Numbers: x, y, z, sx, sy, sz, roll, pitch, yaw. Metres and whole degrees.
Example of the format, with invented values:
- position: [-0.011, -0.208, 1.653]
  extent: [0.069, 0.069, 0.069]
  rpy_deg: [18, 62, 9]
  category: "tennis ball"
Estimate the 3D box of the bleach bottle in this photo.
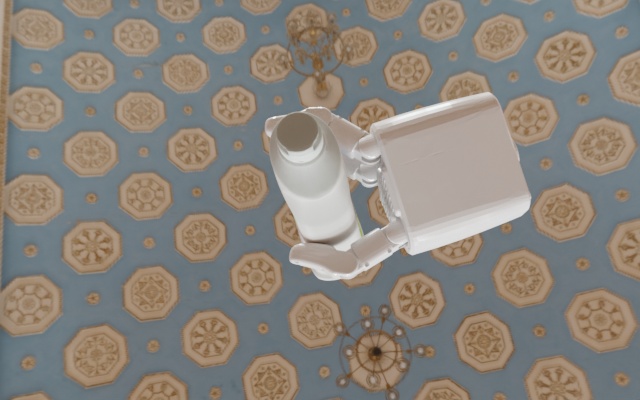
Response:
- position: [0.000, 0.001, 0.425]
  extent: [0.068, 0.102, 0.251]
  rpy_deg: [-19, -19, 0]
  category: "bleach bottle"
